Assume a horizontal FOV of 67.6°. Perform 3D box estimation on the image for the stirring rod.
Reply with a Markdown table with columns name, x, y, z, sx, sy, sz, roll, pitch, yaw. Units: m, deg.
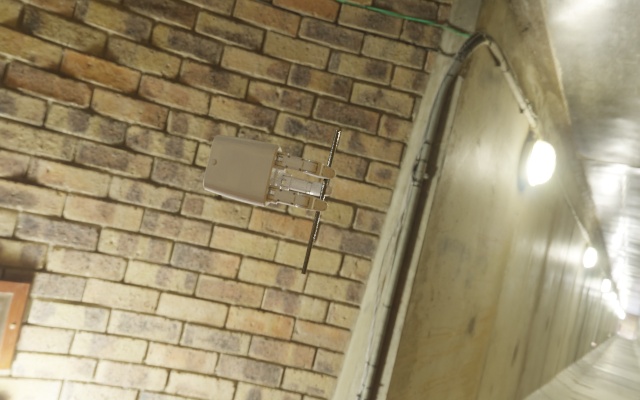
| name | x | y | z | sx | sy | sz | roll | pitch | yaw |
| --- | --- | --- | --- | --- | --- | --- | --- | --- | --- |
| stirring rod | 0.000 | 0.002 | 0.780 | 0.011 | 0.239 | 0.011 | 13 | -1 | 0 |
